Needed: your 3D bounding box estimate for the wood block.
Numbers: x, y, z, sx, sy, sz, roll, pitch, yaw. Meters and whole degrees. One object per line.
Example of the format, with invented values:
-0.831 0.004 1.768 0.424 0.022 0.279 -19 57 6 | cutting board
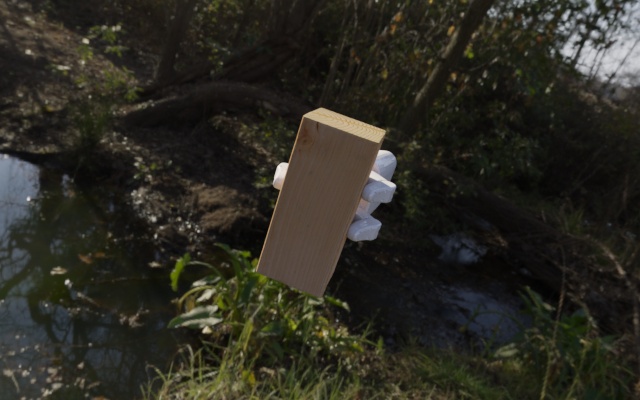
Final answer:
0.000 0.002 0.593 0.091 0.206 0.090 21 21 7 | wood block
